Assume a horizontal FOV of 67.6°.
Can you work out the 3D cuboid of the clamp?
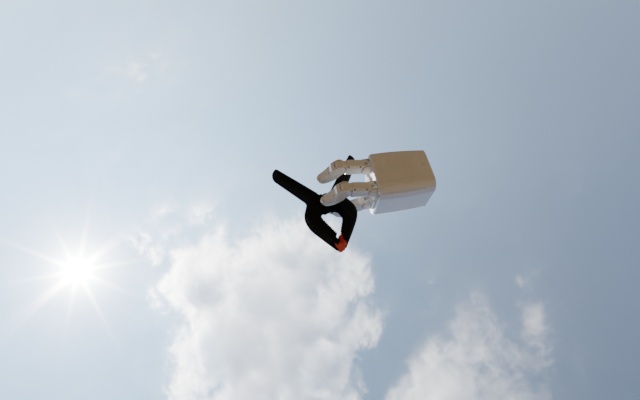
[{"bbox_3d":[0.000,0.004,0.872,0.164,0.209,0.036,-7,-39,-5],"label":"clamp"}]
